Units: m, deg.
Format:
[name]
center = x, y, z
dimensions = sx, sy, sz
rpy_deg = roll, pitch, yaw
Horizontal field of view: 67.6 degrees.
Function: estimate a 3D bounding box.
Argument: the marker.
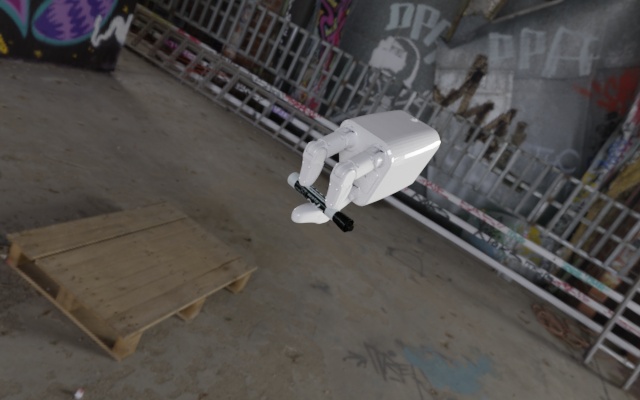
[marker]
center = 0.000, 0.002, 0.615
dimensions = 0.020, 0.020, 0.121
rpy_deg = 0, 33, -48
